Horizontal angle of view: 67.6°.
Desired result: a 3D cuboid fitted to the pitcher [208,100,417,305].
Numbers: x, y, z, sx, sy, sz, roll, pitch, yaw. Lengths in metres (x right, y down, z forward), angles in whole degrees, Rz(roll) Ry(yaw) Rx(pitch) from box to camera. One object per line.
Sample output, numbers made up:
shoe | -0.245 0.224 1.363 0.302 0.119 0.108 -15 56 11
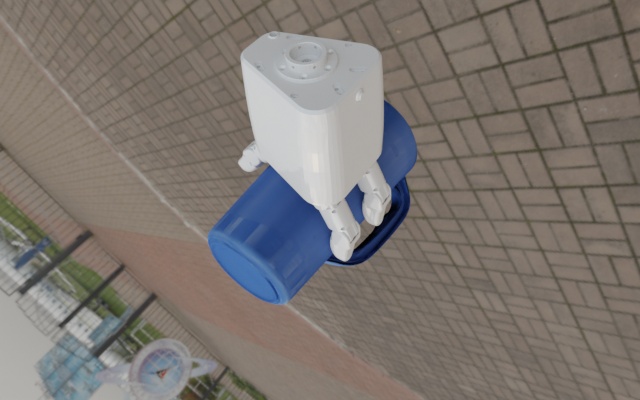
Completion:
pitcher | 0.000 0.002 0.538 0.149 0.242 0.145 30 -30 21
